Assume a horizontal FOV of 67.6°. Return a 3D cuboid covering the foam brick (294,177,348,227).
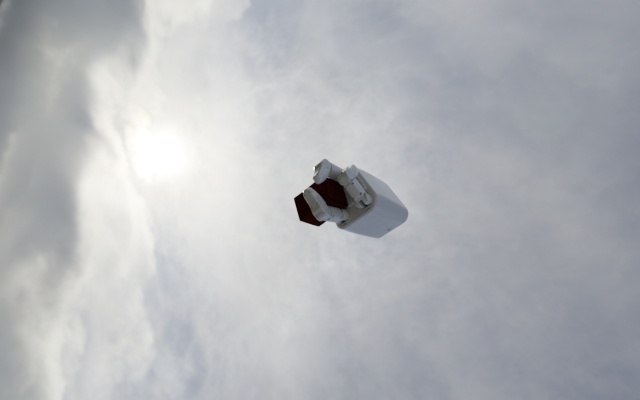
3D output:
[{"bbox_3d":[0.000,0.003,0.852,0.078,0.053,0.051,-36,-38,31],"label":"foam brick"}]
